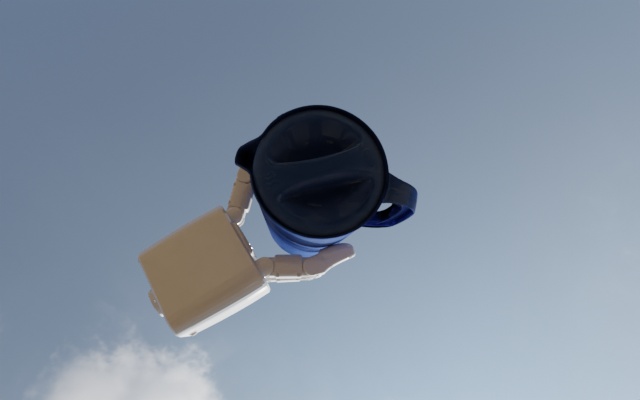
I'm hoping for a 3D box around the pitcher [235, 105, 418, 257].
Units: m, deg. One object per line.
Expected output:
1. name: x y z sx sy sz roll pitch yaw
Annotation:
1. pitcher: 0.000 0.002 0.561 0.145 0.149 0.243 -32 -9 -12
